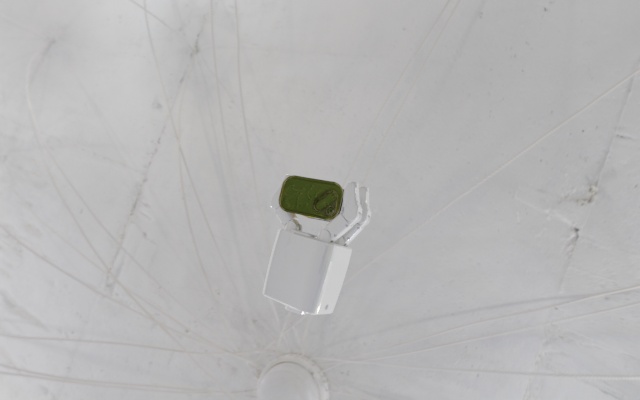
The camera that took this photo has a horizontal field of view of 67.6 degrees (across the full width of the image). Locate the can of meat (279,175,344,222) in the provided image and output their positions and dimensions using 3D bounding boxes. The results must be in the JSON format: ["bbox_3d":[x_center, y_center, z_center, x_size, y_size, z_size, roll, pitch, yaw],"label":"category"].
[{"bbox_3d":[0.000,0.002,0.744,0.102,0.057,0.084,10,-7,25],"label":"can of meat"}]
